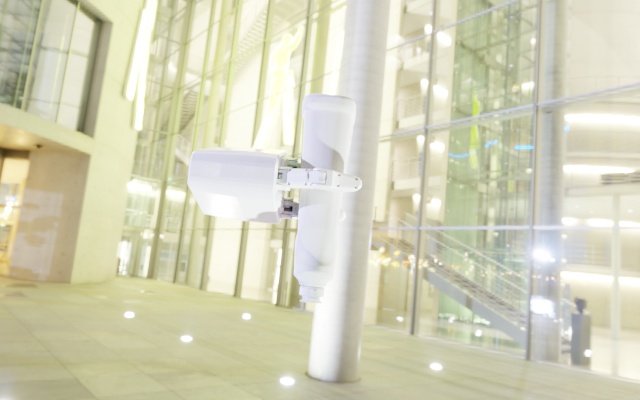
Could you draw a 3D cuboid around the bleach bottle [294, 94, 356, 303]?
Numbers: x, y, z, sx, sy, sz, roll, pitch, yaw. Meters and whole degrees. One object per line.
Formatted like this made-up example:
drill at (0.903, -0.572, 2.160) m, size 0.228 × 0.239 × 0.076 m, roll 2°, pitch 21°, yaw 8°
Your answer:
bleach bottle at (0.000, 0.002, 0.604) m, size 0.068 × 0.251 × 0.102 m, roll 5°, pitch -8°, yaw 2°
